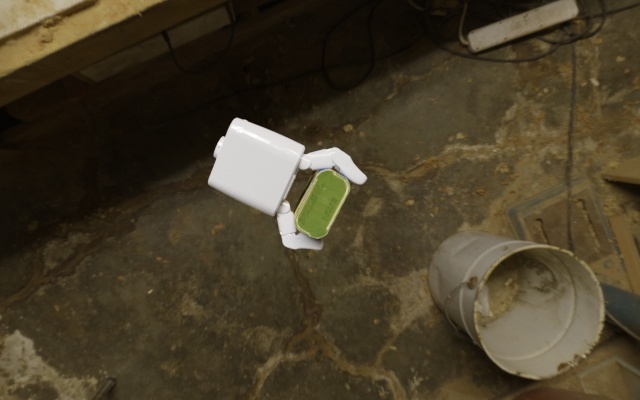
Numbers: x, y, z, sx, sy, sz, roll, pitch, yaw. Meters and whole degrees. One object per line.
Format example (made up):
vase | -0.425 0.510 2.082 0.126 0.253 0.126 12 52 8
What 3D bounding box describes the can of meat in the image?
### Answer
can of meat | 0.000 0.002 0.694 0.057 0.102 0.084 27 2 -4
